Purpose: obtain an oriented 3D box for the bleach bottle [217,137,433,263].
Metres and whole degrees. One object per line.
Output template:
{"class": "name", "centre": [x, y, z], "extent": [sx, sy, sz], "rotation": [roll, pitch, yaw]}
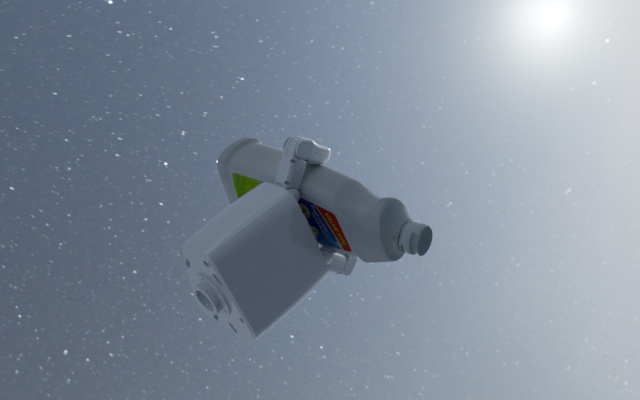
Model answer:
{"class": "bleach bottle", "centre": [0.000, 0.002, 0.510], "extent": [0.251, 0.103, 0.068], "rotation": [17, 43, 38]}
